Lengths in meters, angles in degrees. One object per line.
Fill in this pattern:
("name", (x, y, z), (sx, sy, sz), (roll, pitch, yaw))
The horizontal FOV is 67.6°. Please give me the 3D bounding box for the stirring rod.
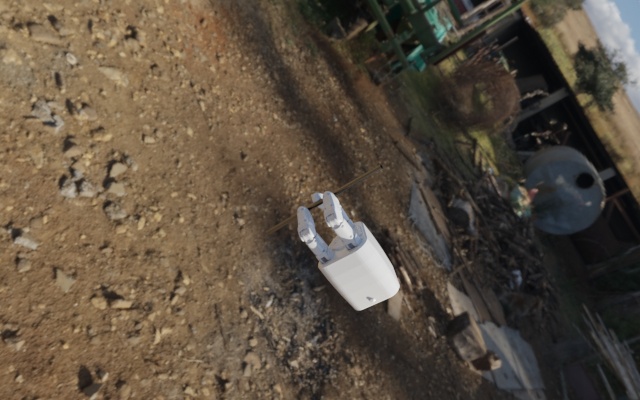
("stirring rod", (0.000, 0.003, 0.785), (0.239, 0.011, 0.011), (-30, -15, 26))
